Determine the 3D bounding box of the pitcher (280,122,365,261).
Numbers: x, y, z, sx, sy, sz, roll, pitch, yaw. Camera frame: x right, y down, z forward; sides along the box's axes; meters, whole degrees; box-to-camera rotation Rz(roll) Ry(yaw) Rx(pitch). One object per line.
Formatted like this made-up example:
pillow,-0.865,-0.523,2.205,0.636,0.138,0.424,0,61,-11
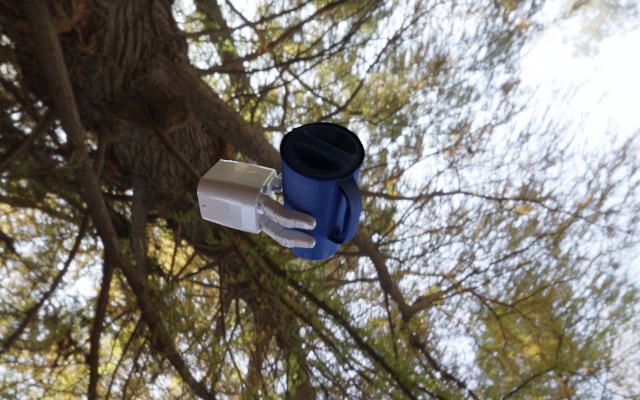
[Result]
pitcher,0.000,0.003,0.817,0.145,0.149,0.243,12,-41,6
